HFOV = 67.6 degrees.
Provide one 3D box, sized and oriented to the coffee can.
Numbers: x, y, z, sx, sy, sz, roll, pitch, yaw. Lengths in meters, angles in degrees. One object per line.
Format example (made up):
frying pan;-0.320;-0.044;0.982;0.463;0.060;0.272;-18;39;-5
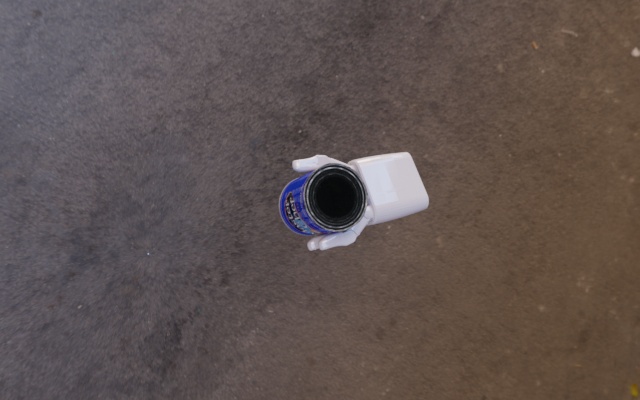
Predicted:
coffee can;0.000;0.002;0.765;0.103;0.103;0.140;0;-6;-20
